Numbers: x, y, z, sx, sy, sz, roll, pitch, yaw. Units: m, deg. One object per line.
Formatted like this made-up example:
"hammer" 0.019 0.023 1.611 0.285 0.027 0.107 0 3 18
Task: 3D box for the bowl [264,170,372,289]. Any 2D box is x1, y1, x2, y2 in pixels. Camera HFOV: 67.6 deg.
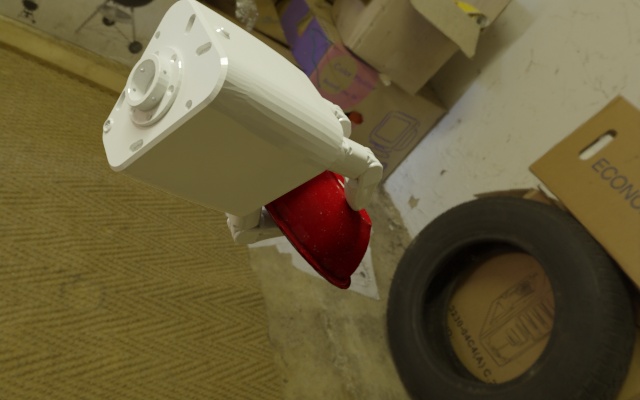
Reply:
"bowl" 0.001 0.001 0.452 0.055 0.162 0.162 -36 -6 9
